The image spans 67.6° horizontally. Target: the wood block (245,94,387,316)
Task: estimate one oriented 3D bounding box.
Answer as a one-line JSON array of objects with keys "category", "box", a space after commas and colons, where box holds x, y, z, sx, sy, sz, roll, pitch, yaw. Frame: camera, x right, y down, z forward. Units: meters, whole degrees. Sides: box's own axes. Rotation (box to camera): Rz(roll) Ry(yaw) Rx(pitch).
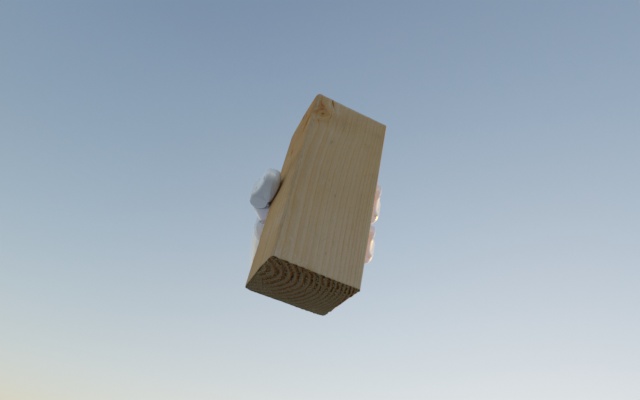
[{"category": "wood block", "box": [0.000, 0.002, 0.508, 0.091, 0.206, 0.090, 22, -36, -13]}]
